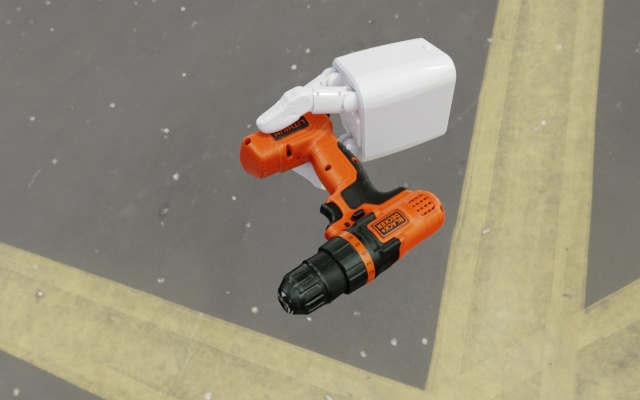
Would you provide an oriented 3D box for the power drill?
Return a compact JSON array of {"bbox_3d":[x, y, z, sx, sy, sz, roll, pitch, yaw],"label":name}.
[{"bbox_3d":[0.000,0.001,0.469,0.184,0.187,0.057,-28,-27,-26],"label":"power drill"}]
